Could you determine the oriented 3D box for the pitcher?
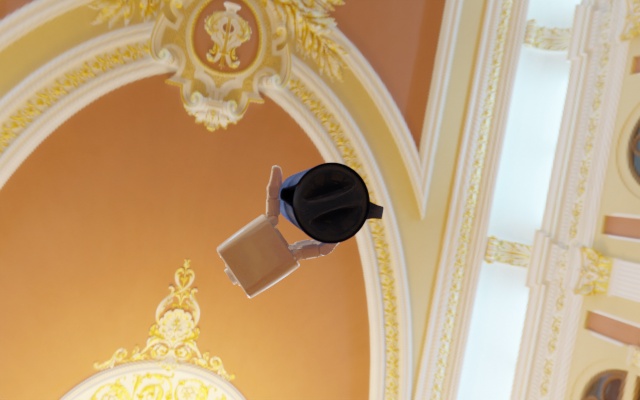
[{"bbox_3d":[0.000,0.003,0.891,0.145,0.149,0.243,-37,10,-10],"label":"pitcher"}]
